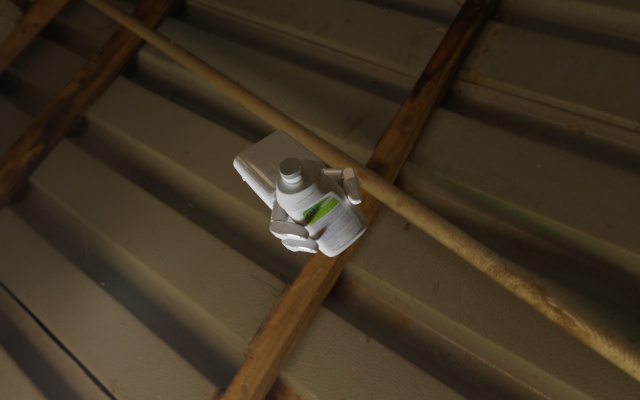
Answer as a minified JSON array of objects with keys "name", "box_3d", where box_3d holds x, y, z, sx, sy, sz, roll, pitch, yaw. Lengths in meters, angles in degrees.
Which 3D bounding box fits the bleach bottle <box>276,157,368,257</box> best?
[{"name":"bleach bottle","box_3d":[0.000,0.003,0.731,0.068,0.102,0.251,44,-6,30]}]
